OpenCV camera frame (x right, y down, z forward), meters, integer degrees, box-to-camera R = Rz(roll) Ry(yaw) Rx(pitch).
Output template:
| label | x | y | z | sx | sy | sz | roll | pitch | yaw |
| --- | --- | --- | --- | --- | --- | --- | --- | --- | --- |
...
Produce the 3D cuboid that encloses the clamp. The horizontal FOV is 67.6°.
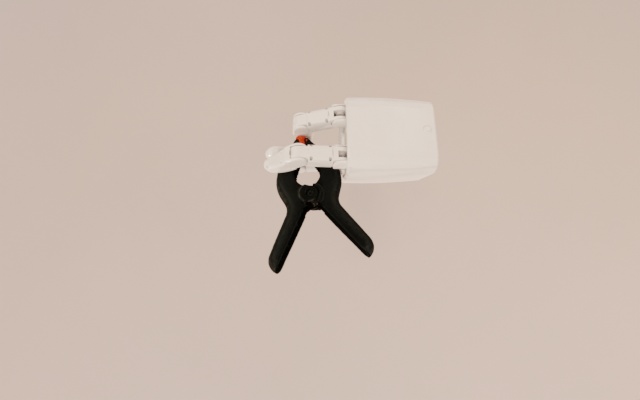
| label | x | y | z | sx | sy | sz | roll | pitch | yaw |
| --- | --- | --- | --- | --- | --- | --- | --- | --- | --- |
| clamp | 0.000 | 0.002 | 0.569 | 0.120 | 0.171 | 0.039 | 0 | -21 | -2 |
